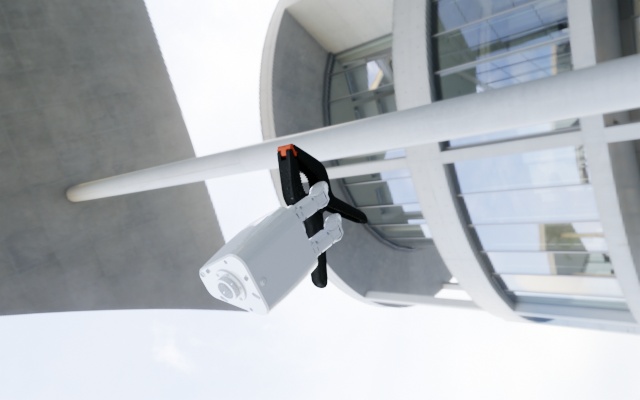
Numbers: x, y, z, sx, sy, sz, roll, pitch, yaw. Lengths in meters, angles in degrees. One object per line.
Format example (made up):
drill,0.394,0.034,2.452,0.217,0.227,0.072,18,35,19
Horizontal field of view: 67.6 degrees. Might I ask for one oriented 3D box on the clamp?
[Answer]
clamp,-0.001,0.002,0.722,0.036,0.210,0.164,-8,25,39
